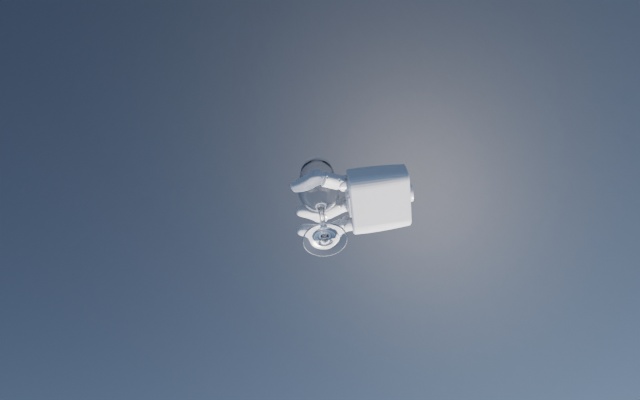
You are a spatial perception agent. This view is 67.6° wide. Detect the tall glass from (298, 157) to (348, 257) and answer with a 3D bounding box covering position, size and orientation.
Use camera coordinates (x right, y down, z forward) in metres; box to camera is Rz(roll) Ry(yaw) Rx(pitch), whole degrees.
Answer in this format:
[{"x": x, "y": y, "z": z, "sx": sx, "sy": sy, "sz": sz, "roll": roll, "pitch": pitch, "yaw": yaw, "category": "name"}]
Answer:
[{"x": 0.000, "y": 0.003, "z": 0.852, "sx": 0.079, "sy": 0.079, "sz": 0.200, "roll": 0, "pitch": 39, "yaw": -6, "category": "tall glass"}]
